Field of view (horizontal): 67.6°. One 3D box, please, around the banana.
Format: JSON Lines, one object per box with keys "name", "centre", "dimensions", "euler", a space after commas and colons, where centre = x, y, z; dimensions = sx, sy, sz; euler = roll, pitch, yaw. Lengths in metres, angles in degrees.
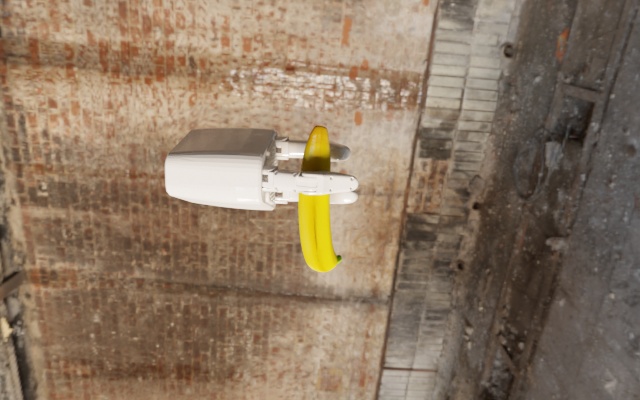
{"name": "banana", "centre": [-0.003, 0.015, 0.549], "dimensions": [0.037, 0.198, 0.069], "euler": [2, 35, 12]}
